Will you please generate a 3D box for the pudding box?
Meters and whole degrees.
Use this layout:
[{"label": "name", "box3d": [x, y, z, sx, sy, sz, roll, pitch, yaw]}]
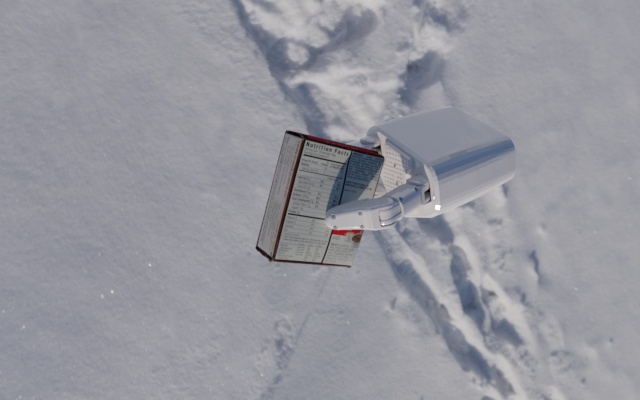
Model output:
[{"label": "pudding box", "box3d": [0.000, 0.001, 0.429, 0.090, 0.113, 0.039, 10, 9, -32]}]
